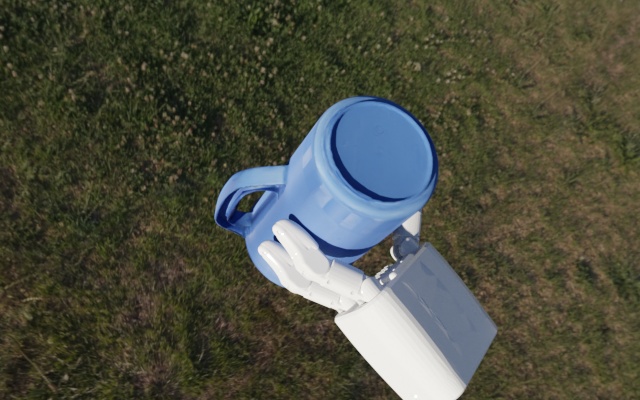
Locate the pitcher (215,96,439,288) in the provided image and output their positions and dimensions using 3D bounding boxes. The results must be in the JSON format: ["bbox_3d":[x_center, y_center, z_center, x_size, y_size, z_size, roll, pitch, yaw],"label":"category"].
[{"bbox_3d":[0.000,0.002,0.471,0.149,0.145,0.243,-35,-6,-27],"label":"pitcher"}]
